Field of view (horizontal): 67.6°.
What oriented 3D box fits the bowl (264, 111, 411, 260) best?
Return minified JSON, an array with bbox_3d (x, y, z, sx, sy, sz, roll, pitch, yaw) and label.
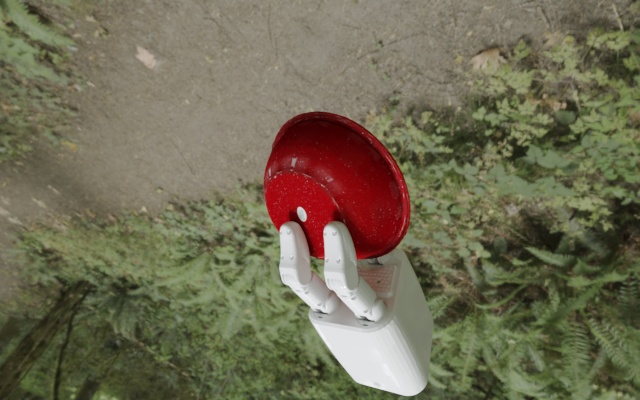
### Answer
[{"bbox_3d":[-0.001,0.001,0.449,0.162,0.162,0.055,0,28,41],"label":"bowl"}]
